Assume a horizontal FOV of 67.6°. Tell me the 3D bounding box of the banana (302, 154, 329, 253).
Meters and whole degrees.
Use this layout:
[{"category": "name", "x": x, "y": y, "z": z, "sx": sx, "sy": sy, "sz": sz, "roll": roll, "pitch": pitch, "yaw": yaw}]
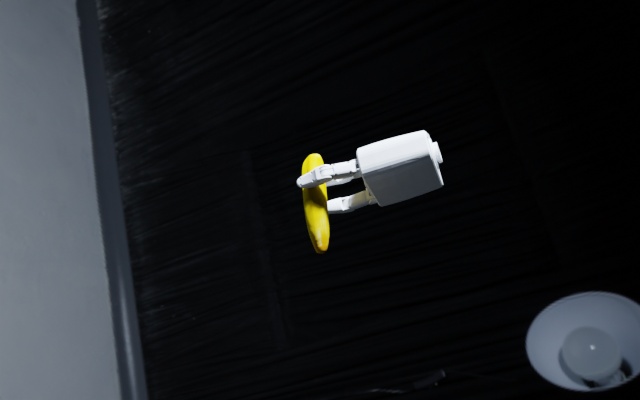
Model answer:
[{"category": "banana", "x": -0.006, "y": -0.011, "z": 0.769, "sx": 0.037, "sy": 0.197, "sz": 0.070, "roll": -13, "pitch": -42, "yaw": 12}]
